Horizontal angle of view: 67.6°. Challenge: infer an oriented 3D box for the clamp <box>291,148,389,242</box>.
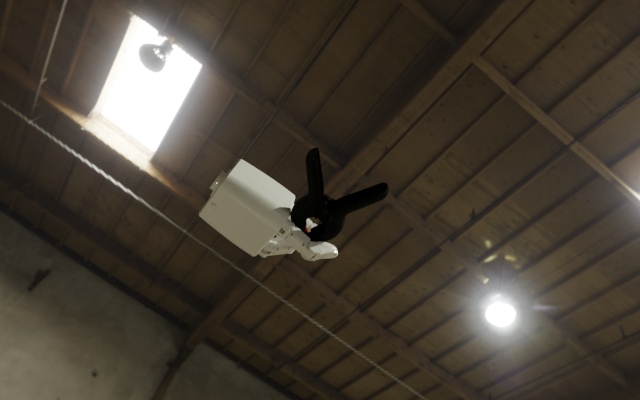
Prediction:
[{"bbox_3d":[0.000,0.002,0.675,0.171,0.120,0.039,-46,12,35],"label":"clamp"}]
